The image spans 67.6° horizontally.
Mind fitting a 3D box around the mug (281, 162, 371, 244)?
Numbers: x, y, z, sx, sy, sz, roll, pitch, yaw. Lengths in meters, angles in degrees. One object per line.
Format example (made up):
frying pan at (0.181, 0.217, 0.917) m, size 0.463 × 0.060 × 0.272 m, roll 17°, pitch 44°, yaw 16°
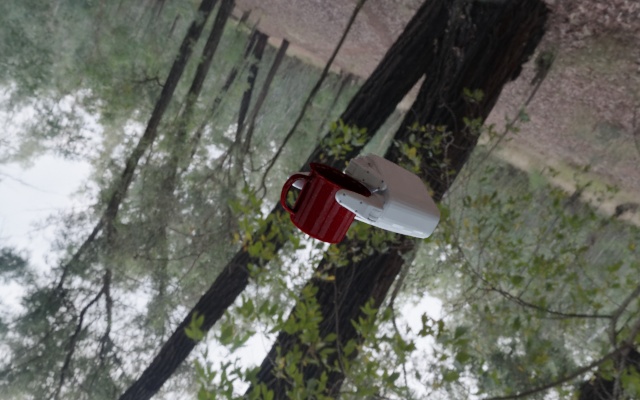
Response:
mug at (-0.001, 0.002, 0.643) m, size 0.117 × 0.081 × 0.093 m, roll 18°, pitch 17°, yaw -31°
